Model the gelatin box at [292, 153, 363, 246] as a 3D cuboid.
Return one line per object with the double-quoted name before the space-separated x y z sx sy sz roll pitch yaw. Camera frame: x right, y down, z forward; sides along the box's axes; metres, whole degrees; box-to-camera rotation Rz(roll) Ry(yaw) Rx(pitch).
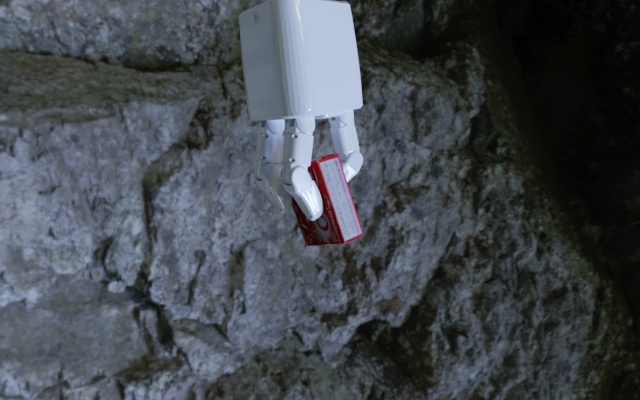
"gelatin box" 0.001 0.002 0.497 0.030 0.089 0.073 -22 6 -34
